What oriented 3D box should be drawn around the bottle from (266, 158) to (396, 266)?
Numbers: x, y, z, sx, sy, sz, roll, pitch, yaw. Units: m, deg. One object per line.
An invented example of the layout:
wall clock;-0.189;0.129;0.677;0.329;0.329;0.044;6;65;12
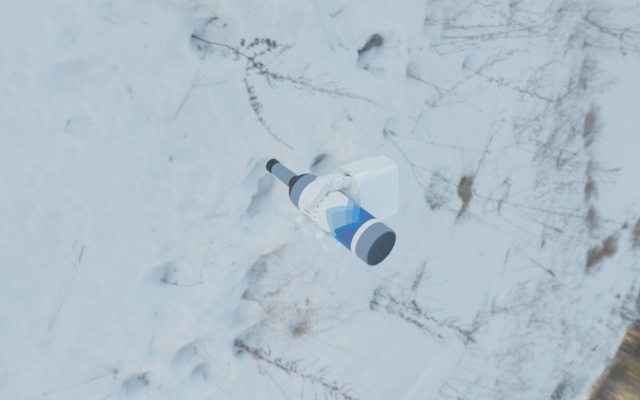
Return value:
bottle;0.000;0.003;0.819;0.069;0.069;0.295;0;29;-47
